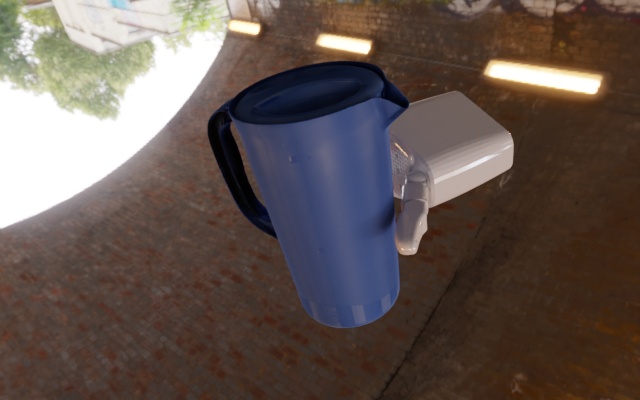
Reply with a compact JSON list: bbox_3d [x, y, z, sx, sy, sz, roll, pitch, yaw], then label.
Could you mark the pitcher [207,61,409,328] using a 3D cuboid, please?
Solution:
[{"bbox_3d":[0.000,0.001,0.459,0.145,0.243,0.149,-24,34,-18],"label":"pitcher"}]
